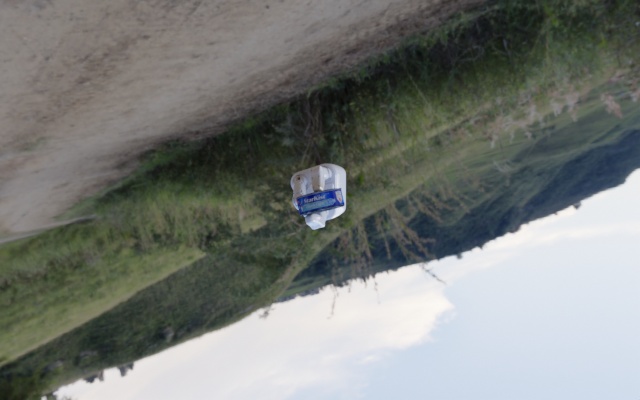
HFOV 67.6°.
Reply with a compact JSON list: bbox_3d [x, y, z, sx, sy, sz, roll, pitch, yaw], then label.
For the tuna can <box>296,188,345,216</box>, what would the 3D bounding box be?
[{"bbox_3d":[0.000,0.003,0.868,0.086,0.034,0.086,-13,-4,-1],"label":"tuna can"}]
